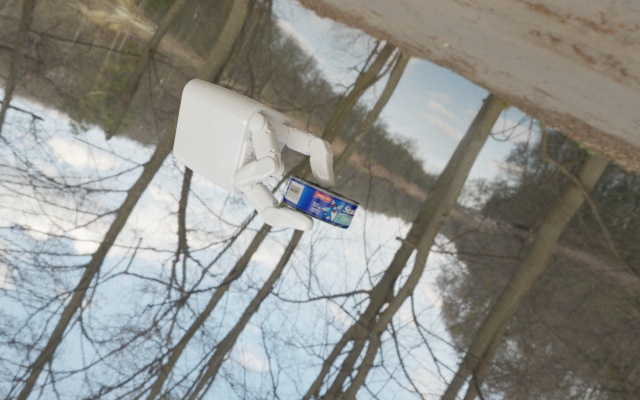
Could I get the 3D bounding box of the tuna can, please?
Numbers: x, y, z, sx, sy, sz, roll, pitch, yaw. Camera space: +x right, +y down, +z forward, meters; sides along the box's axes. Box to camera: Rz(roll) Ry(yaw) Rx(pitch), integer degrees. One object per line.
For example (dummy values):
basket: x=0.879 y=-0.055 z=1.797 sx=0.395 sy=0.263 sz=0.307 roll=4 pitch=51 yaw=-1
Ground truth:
tuna can: x=0.000 y=0.002 z=0.553 sx=0.086 sy=0.034 sz=0.086 roll=23 pitch=3 yaw=-1
